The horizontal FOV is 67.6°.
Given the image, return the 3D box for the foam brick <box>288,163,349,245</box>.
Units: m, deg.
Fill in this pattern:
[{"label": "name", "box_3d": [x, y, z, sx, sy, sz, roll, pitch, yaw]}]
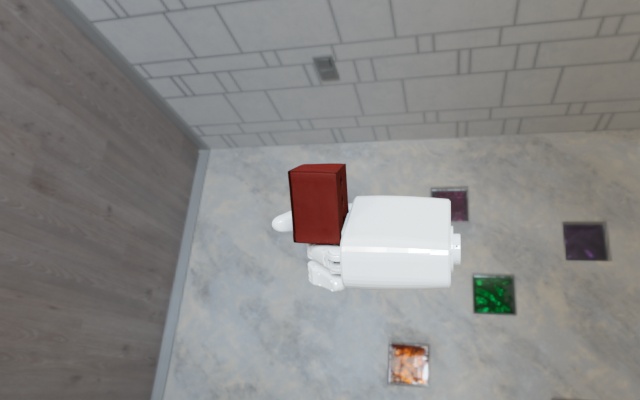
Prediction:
[{"label": "foam brick", "box_3d": [0.000, 0.001, 0.508, 0.051, 0.078, 0.053, 0, 15, 16]}]
